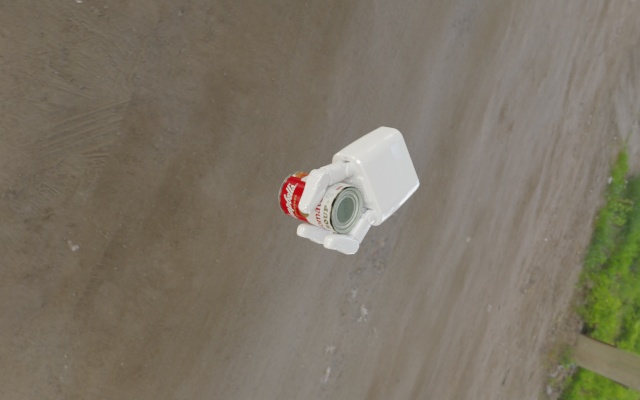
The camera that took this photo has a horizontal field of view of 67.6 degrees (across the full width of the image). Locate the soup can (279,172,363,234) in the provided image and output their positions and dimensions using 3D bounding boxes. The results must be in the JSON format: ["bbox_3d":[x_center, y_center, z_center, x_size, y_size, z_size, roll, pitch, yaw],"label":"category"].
[{"bbox_3d":[0.000,0.002,0.669,0.102,0.068,0.068,18,12,40],"label":"soup can"}]
